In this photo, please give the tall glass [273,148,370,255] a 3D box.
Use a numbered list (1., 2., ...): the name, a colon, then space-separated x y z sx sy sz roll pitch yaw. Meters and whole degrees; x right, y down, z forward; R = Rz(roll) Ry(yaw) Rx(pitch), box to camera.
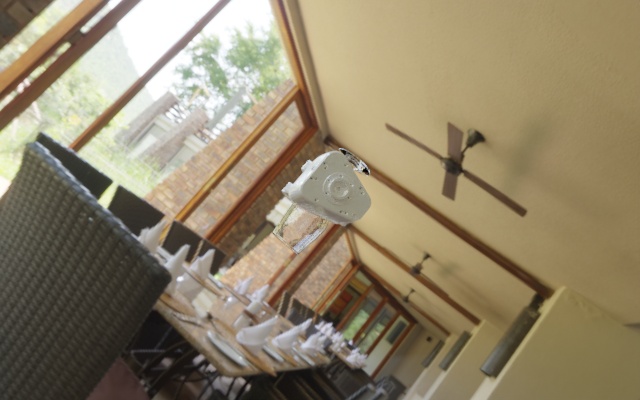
1. tall glass: 0.001 0.002 0.874 0.079 0.201 0.079 39 -10 8
